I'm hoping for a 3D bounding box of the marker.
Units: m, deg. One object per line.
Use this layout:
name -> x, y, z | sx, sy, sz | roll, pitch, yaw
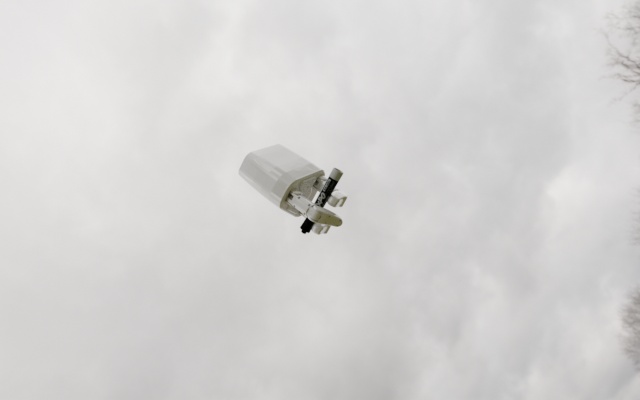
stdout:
marker -> 0.000, 0.003, 0.776 | 0.020, 0.121, 0.020 | 27, 15, -8
